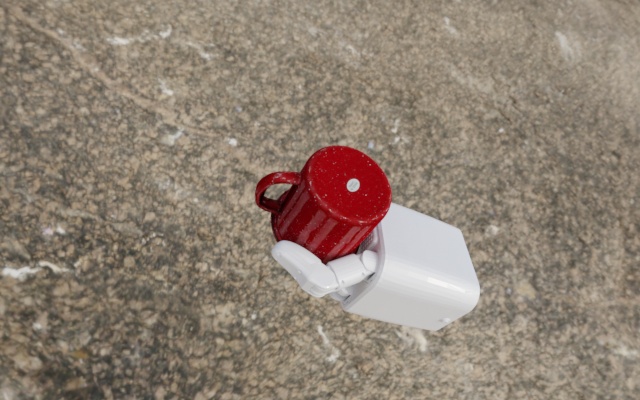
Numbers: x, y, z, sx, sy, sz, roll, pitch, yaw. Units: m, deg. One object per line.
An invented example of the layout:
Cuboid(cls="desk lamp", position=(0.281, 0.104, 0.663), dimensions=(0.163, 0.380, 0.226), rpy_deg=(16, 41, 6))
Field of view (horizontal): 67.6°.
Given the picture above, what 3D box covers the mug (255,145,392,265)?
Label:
Cuboid(cls="mug", position=(-0.001, 0.001, 0.425), dimensions=(0.117, 0.093, 0.081), rpy_deg=(17, -37, -15))
